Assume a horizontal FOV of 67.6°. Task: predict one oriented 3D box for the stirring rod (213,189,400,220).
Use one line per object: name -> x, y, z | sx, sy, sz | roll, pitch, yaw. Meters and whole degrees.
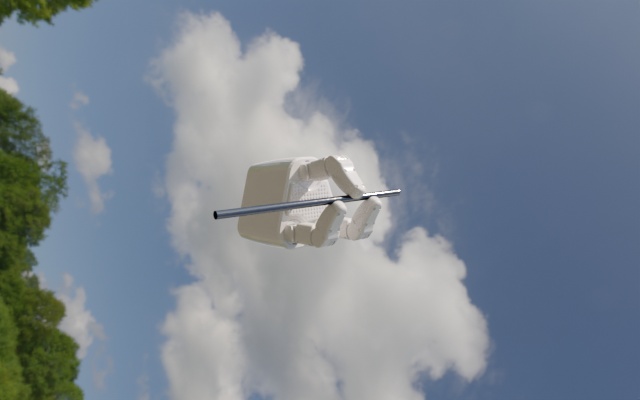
stirring rod -> 0.000, 0.002, 0.495 | 0.239, 0.011, 0.011 | -7, 4, -39
